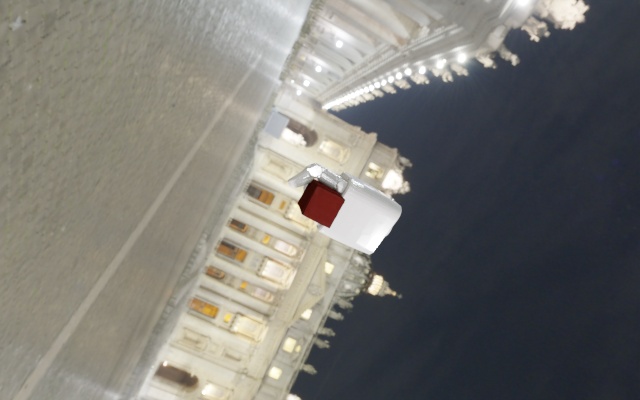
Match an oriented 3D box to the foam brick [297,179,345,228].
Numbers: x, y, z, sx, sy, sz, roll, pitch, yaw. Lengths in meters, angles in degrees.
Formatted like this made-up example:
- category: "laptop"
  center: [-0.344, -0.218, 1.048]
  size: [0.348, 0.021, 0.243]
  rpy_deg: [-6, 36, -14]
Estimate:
- category: "foam brick"
  center: [0.000, 0.003, 0.758]
  size: [0.051, 0.053, 0.078]
  rpy_deg: [28, 7, -12]
